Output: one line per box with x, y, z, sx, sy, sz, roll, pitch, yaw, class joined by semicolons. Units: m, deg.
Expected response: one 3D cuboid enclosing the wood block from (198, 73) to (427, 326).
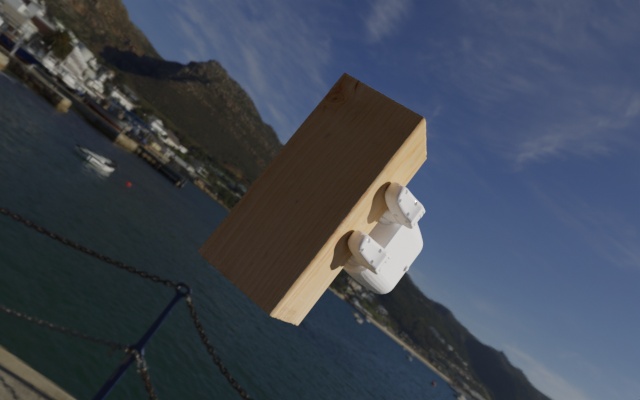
0.000;0.001;0.442;0.091;0.206;0.090;35;-8;22;wood block
